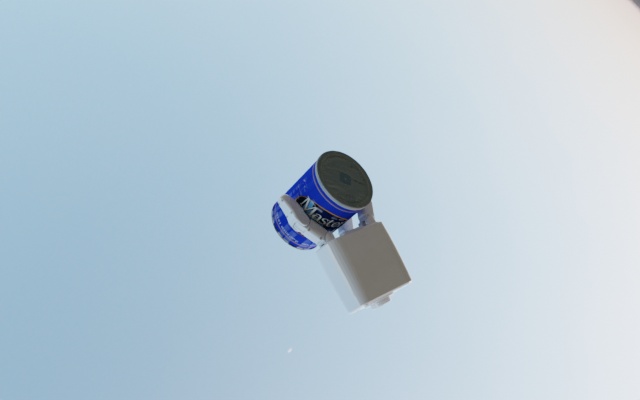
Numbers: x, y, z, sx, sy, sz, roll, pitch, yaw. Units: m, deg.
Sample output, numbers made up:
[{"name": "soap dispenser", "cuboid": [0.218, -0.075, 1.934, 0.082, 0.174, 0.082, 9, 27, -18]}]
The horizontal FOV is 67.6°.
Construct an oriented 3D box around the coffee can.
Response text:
[{"name": "coffee can", "cuboid": [0.000, 0.002, 0.756, 0.103, 0.102, 0.140, 0, -30, -39]}]
